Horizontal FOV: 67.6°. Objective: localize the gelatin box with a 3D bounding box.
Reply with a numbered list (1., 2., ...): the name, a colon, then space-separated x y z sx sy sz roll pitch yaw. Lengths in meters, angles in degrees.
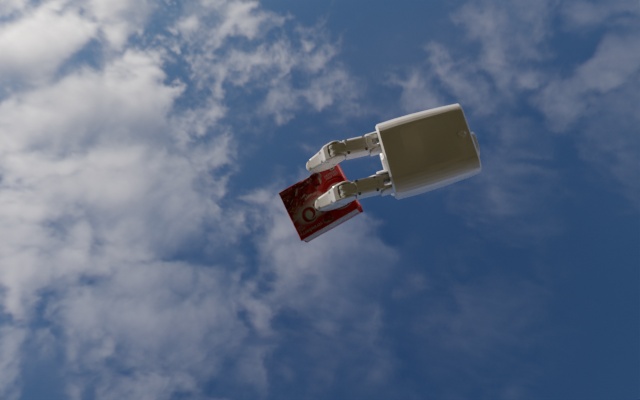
1. gelatin box: 0.000 0.002 0.627 0.089 0.073 0.030 -30 -19 8
